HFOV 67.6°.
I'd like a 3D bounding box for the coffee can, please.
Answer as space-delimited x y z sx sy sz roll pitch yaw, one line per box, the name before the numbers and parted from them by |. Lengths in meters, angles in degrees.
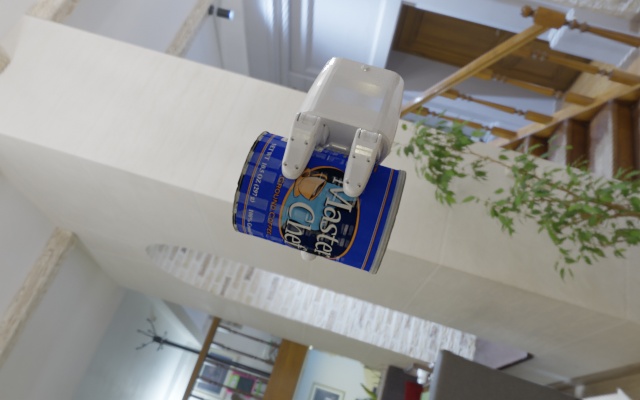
coffee can | 0.000 0.002 0.459 0.140 0.103 0.103 17 1 5
